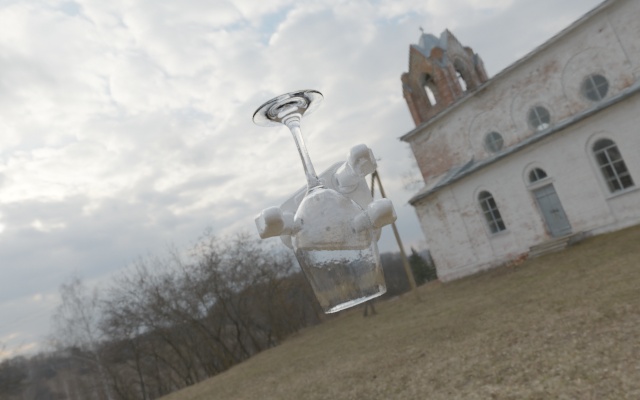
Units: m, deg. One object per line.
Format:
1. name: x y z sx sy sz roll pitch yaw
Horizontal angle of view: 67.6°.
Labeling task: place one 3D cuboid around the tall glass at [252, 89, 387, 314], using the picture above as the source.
1. tall glass: 0.000 0.001 0.456 0.079 0.201 0.079 -19 -10 -3
